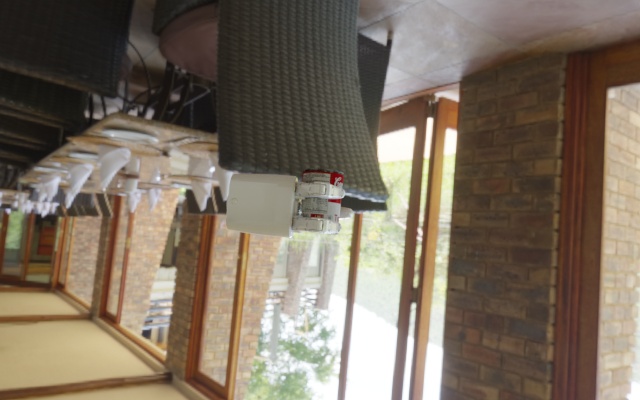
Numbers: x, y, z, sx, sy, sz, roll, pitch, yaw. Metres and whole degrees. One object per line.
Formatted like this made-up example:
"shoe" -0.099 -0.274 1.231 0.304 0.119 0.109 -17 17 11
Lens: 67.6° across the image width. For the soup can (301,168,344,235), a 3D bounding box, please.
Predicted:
"soup can" 0.001 0.003 0.788 0.068 0.102 0.068 5 -5 0
